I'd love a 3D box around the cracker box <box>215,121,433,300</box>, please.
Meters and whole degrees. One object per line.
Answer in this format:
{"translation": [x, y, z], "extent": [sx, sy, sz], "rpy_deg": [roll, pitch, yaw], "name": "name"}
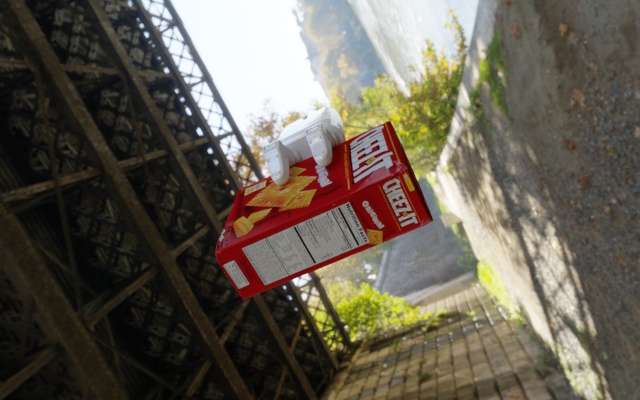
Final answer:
{"translation": [0.000, 0.002, 0.535], "extent": [0.214, 0.072, 0.164], "rpy_deg": [-24, 22, 12], "name": "cracker box"}
